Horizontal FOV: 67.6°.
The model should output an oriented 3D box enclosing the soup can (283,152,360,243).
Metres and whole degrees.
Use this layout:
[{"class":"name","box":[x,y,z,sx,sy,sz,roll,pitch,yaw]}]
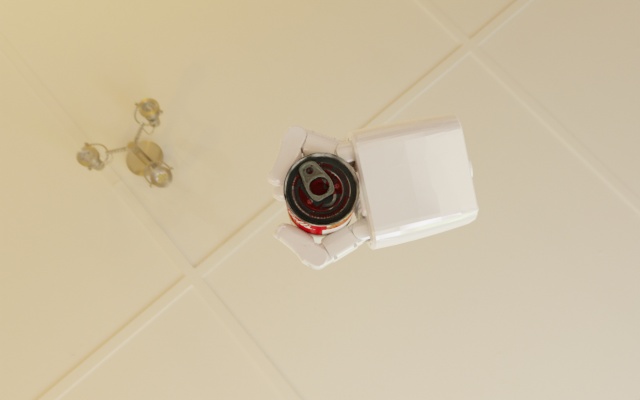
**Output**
[{"class":"soup can","box":[0.000,0.002,0.469,0.068,0.068,0.102,0,-14,-1]}]
